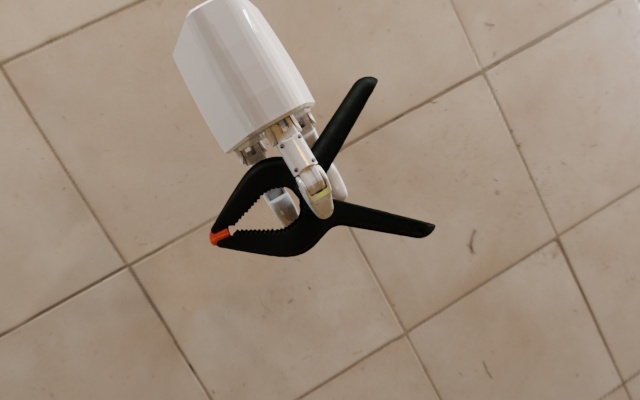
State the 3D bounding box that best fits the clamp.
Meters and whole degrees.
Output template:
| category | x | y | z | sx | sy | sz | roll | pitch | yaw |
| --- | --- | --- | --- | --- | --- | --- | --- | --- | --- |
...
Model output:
| category | x | y | z | sx | sy | sz | roll | pitch | yaw |
| --- | --- | --- | --- | --- | --- | --- | --- | --- | --- |
| clamp | 0.000 | 0.002 | 0.449 | 0.210 | 0.164 | 0.036 | -31 | 6 | -7 |
